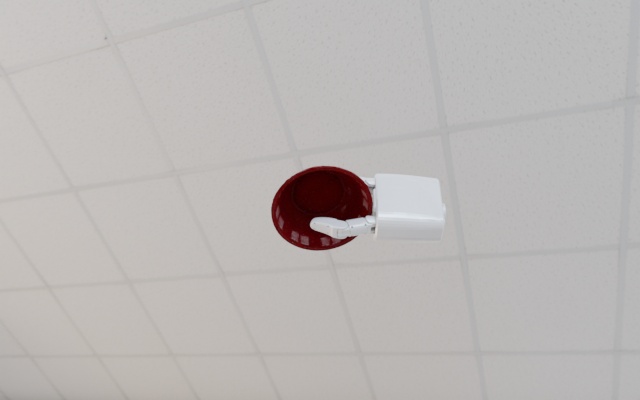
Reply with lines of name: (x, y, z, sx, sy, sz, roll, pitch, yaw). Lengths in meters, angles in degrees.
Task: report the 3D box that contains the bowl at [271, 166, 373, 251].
bowl: (-0.001, 0.002, 0.769, 0.162, 0.162, 0.055, 0, 34, -9)
